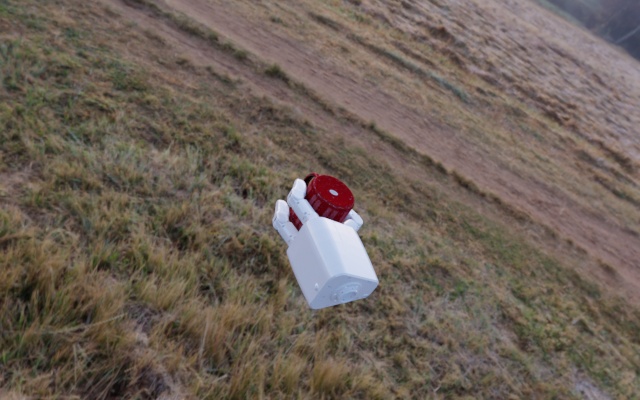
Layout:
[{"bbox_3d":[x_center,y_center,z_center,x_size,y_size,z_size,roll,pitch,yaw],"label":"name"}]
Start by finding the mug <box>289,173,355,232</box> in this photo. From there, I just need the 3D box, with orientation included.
[{"bbox_3d":[0.000,0.001,0.811,0.093,0.117,0.081,5,-45,-36],"label":"mug"}]
